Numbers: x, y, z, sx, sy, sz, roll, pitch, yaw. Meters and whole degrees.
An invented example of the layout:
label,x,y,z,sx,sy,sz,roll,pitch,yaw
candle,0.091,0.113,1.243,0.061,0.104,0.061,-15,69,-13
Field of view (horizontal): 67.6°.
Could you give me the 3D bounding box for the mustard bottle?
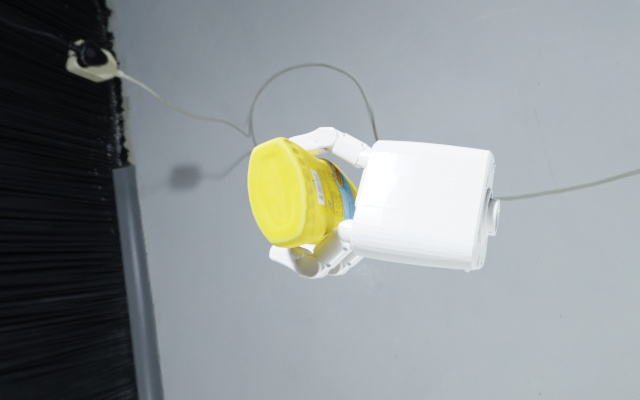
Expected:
label,x,y,z,sx,sy,sz,roll,pitch,yaw
mustard bottle,0.000,0.002,0.495,0.058,0.096,0.191,-20,-14,21
